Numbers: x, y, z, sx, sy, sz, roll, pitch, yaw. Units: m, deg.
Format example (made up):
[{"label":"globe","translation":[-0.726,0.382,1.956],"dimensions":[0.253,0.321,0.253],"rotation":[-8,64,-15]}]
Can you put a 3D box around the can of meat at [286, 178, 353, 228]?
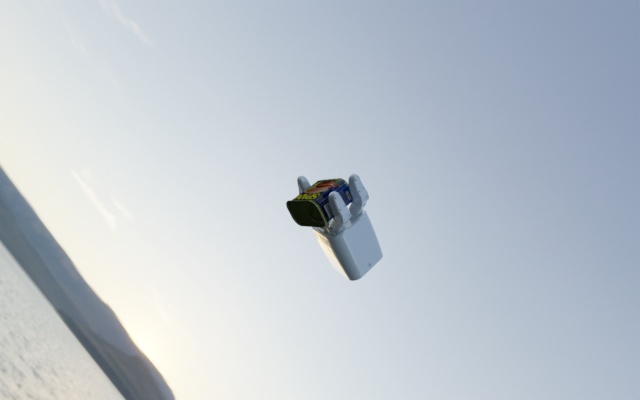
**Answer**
[{"label":"can of meat","translation":[0.000,0.003,0.882],"dimensions":[0.084,0.057,0.102],"rotation":[-38,21,-30]}]
